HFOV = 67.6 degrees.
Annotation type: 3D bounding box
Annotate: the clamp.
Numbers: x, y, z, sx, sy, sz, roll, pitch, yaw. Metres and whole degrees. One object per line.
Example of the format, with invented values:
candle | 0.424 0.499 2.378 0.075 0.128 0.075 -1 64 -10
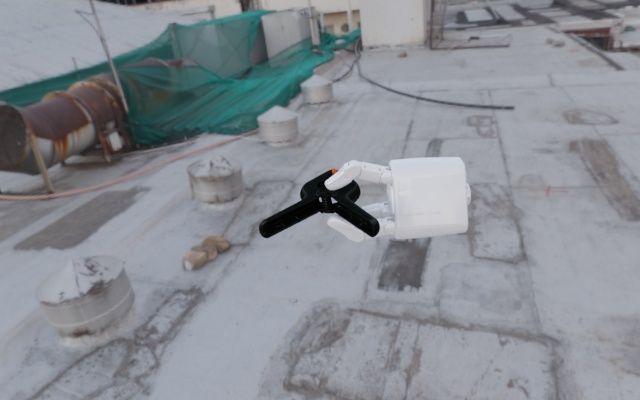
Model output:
clamp | 0.000 0.001 0.720 0.164 0.036 0.210 -3 24 4
